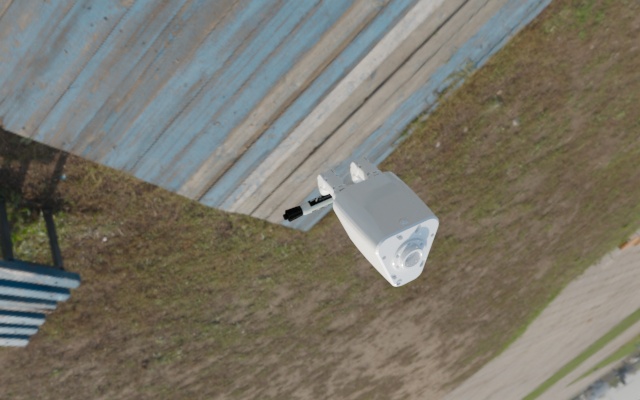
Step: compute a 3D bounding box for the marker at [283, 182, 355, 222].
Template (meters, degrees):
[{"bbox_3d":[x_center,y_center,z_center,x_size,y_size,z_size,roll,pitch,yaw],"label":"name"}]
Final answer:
[{"bbox_3d":[0.000,0.002,0.714,0.121,0.020,0.020,-23,6,-15],"label":"marker"}]
